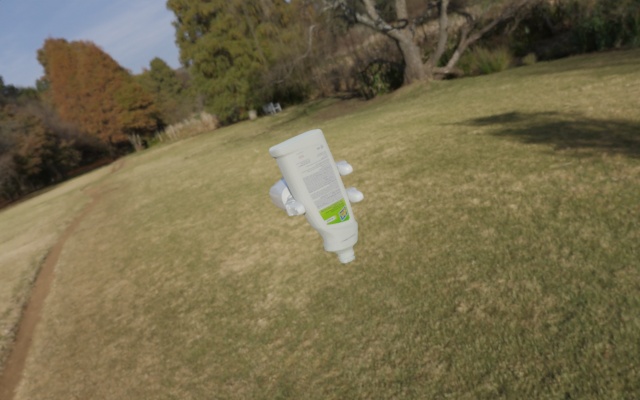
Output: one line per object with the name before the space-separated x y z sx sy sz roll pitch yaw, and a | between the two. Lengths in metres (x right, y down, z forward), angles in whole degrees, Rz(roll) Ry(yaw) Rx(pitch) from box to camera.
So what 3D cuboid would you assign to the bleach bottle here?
bleach bottle | 0.000 0.003 0.877 0.102 0.251 0.068 -26 14 -18
